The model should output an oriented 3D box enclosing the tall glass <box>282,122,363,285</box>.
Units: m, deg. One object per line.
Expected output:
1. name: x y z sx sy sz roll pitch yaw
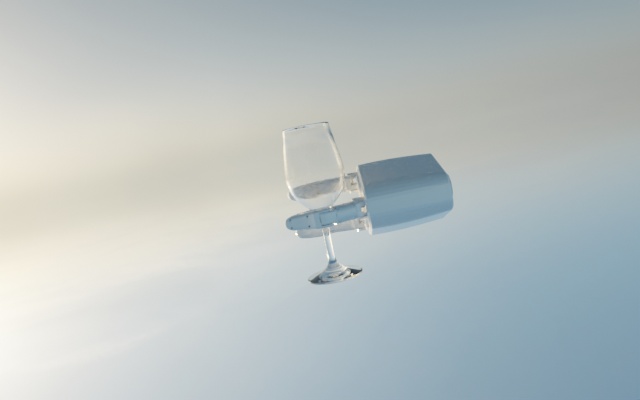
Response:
1. tall glass: 0.000 0.003 0.623 0.079 0.201 0.079 -12 6 1
